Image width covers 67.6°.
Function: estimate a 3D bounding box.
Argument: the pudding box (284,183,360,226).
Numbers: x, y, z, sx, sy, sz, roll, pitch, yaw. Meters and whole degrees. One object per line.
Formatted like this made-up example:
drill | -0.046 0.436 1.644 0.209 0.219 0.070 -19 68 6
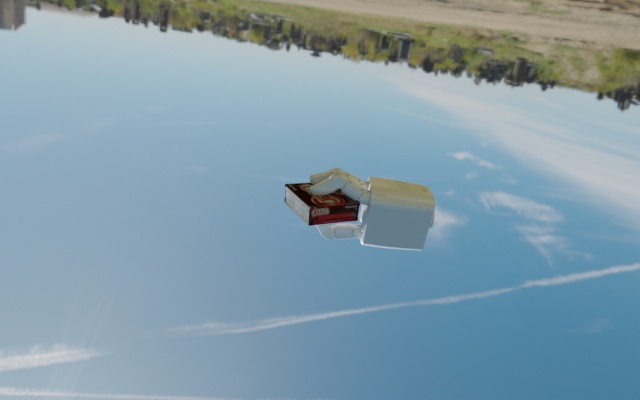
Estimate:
pudding box | 0.000 0.003 0.796 0.090 0.039 0.113 -4 20 -26
